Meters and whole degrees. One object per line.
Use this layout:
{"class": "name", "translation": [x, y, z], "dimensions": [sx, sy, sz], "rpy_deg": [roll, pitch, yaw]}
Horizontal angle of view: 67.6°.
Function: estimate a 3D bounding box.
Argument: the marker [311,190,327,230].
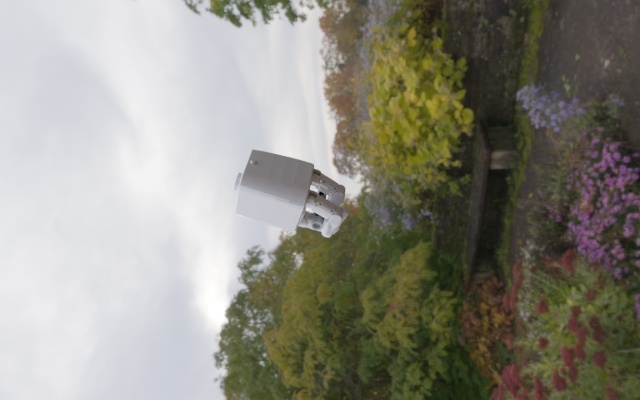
{"class": "marker", "translation": [0.000, 0.003, 0.813], "dimensions": [0.020, 0.020, 0.121], "rpy_deg": [0, 40, 8]}
